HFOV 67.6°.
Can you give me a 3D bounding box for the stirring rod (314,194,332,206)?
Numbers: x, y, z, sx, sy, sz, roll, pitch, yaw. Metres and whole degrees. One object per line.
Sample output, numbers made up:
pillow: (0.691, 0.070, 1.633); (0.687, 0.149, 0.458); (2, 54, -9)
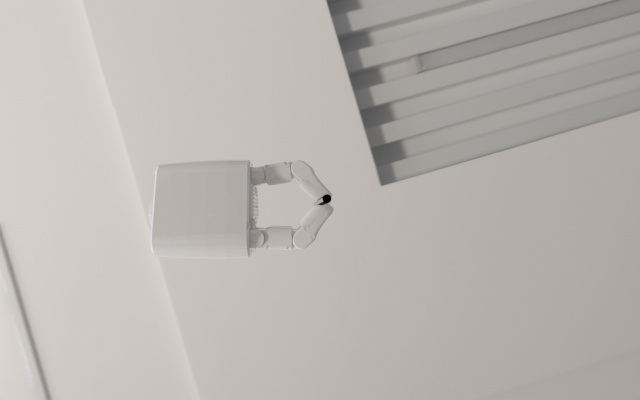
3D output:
stirring rod: (0.000, 0.002, 0.535); (0.011, 0.011, 0.239); (0, -2, -3)
